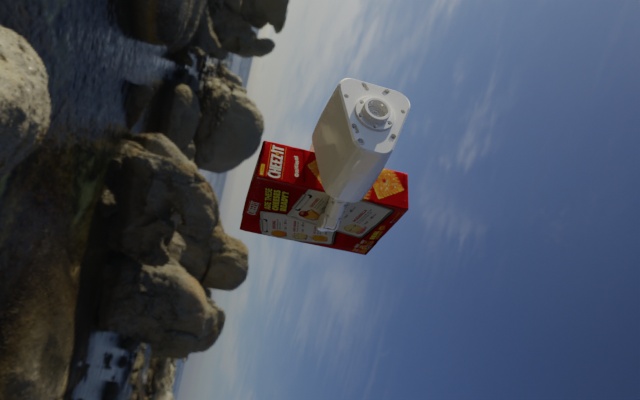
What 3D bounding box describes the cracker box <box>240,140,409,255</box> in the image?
[{"bbox_3d":[0.000,0.003,0.712,0.214,0.072,0.164,13,-32,-11],"label":"cracker box"}]
